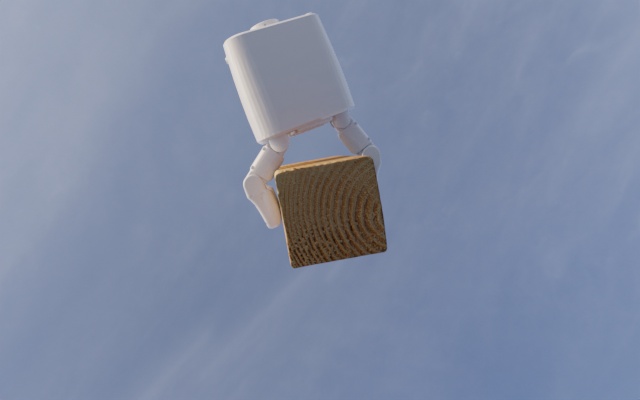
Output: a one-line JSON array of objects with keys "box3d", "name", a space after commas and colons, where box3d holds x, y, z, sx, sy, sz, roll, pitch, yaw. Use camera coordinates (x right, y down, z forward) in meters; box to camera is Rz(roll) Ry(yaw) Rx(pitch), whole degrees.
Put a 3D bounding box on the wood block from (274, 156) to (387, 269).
[{"box3d": [0.000, 0.001, 0.523, 0.091, 0.090, 0.206, -11, 7, -4], "name": "wood block"}]
